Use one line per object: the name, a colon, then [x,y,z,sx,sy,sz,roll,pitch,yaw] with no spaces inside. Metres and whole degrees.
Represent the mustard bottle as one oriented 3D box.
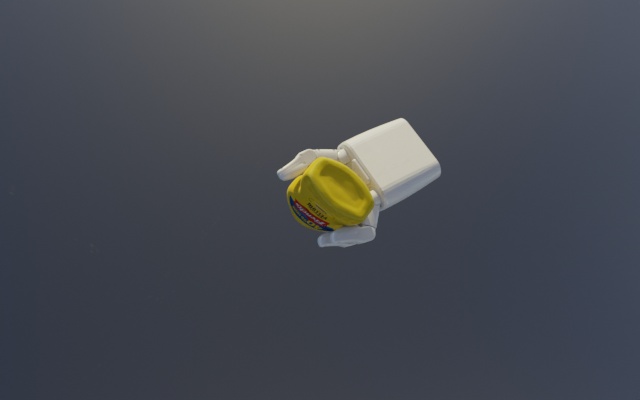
mustard bottle: [0.000,0.002,0.677,0.096,0.058,0.192,39,-19,-7]
